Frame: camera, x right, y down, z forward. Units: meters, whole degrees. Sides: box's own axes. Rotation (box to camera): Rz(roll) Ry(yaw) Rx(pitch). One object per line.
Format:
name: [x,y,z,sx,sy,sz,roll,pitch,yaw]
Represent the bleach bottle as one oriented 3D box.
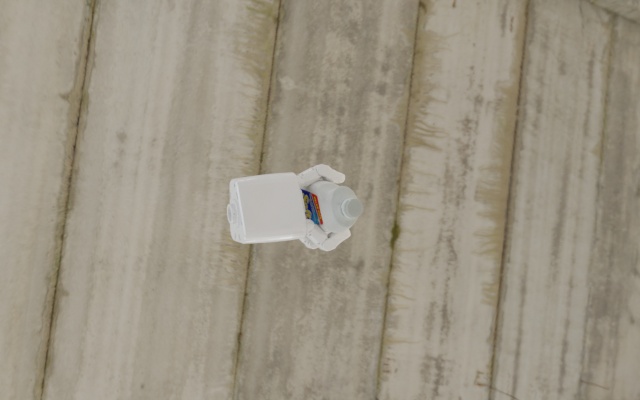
bleach bottle: [0.000,0.003,0.840,0.068,0.102,0.251,-5,2,-24]
